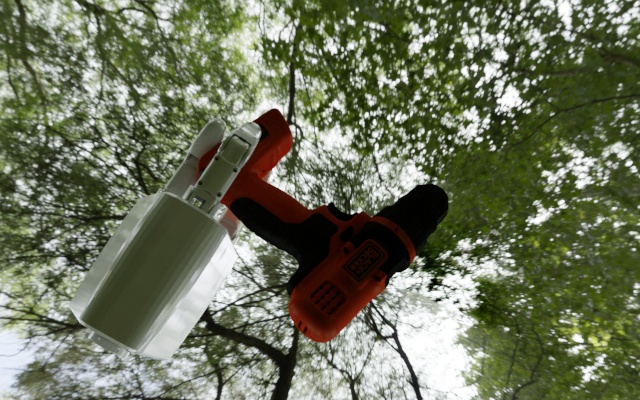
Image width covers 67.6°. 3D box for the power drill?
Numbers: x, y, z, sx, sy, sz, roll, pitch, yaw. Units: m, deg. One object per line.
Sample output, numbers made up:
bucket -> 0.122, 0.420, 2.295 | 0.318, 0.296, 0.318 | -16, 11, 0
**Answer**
power drill -> 0.000, 0.001, 0.421 | 0.184, 0.187, 0.057 | -40, -19, -29
